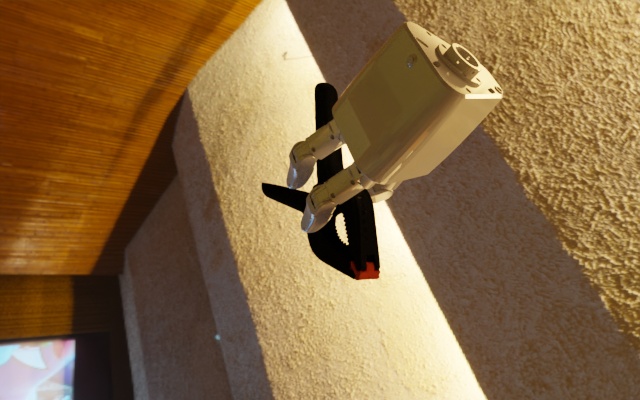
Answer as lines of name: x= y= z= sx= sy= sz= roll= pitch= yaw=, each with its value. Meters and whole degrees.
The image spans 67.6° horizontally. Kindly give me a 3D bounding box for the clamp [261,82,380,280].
clamp: x=0.001 y=0.002 z=0.510 sx=0.036 sy=0.210 sz=0.165 roll=2 pitch=-38 yaw=-36
